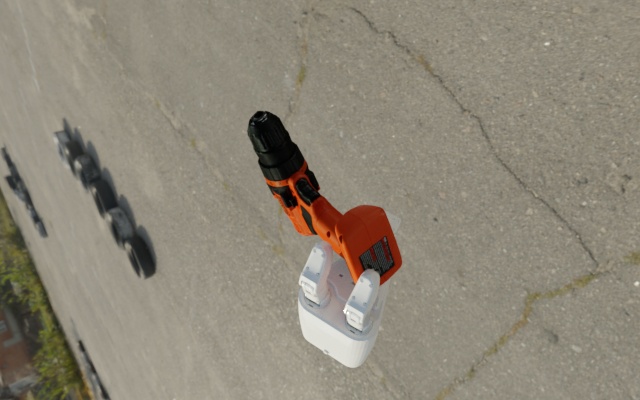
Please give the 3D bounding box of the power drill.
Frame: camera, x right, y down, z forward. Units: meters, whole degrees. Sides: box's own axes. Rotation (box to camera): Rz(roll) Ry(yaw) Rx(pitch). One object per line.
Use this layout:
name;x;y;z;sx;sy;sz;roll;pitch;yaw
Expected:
power drill;0.000;0.002;0.517;0.057;0.185;0.187;-37;43;-11
